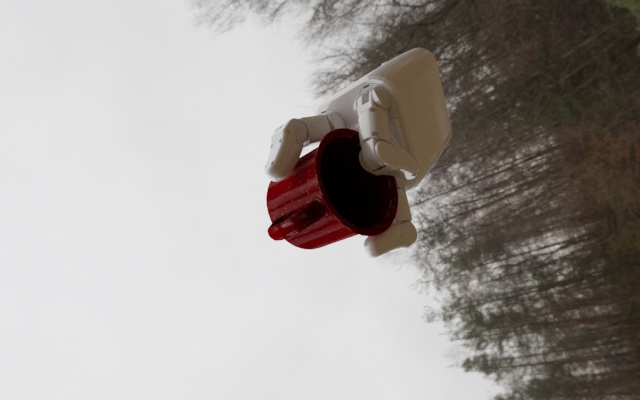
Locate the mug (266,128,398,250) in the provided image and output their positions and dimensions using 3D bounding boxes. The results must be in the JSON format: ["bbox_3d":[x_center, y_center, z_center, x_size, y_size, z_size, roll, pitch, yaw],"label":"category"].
[{"bbox_3d":[-0.001,0.002,0.408,0.081,0.093,0.117,-25,12,45],"label":"mug"}]
